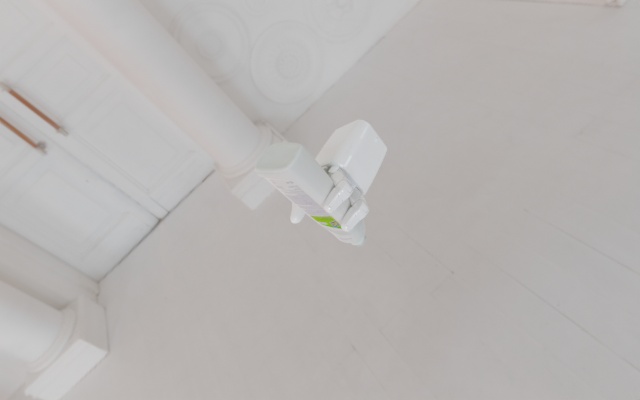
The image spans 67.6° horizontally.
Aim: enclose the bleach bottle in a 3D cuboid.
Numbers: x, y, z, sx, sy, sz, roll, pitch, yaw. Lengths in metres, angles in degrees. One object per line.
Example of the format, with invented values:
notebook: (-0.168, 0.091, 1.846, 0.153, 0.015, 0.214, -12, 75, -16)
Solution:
bleach bottle: (0.000, 0.003, 0.849, 0.102, 0.068, 0.251, 6, -32, 47)
